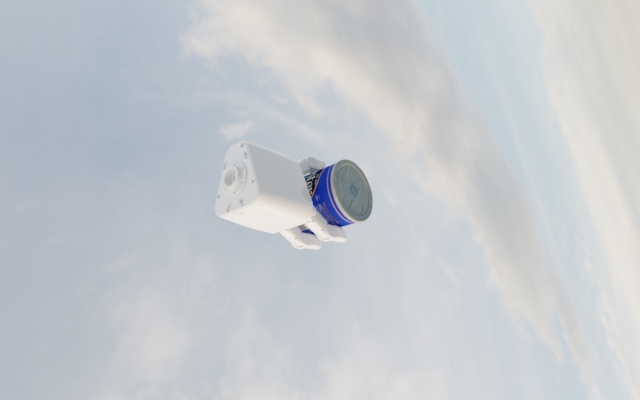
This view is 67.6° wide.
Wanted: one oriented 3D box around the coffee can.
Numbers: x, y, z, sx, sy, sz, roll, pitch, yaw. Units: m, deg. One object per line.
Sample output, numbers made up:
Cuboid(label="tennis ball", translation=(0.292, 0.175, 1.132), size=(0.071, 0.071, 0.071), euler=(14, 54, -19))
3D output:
Cuboid(label="coffee can", translation=(0.000, 0.003, 0.788), size=(0.140, 0.103, 0.103), euler=(-20, -12, 36))
